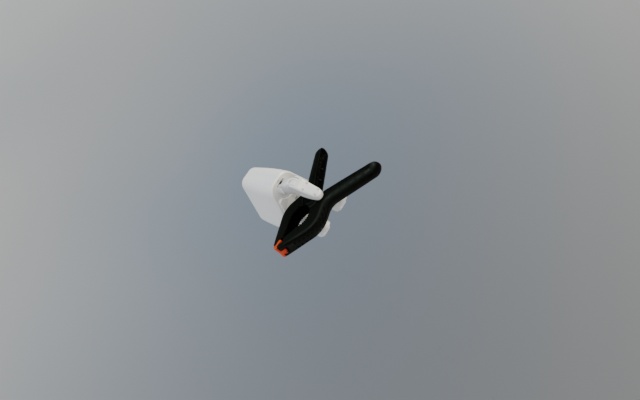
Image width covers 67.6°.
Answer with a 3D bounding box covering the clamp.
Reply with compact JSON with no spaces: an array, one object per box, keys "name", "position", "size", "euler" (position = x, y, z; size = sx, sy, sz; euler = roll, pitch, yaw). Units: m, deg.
[{"name":"clamp","position":[-0.001,0.003,0.781],"size":[0.164,0.210,0.036],"euler":[12,-26,51]}]
